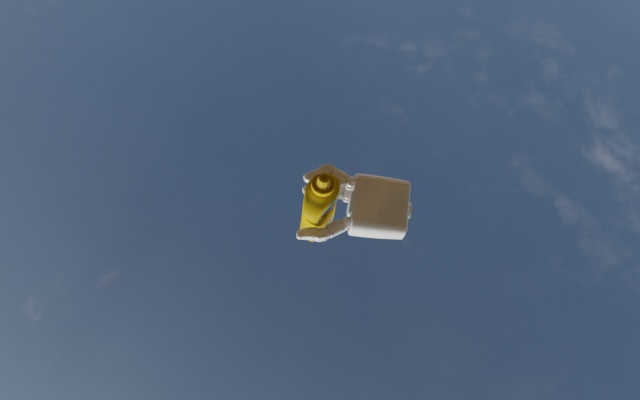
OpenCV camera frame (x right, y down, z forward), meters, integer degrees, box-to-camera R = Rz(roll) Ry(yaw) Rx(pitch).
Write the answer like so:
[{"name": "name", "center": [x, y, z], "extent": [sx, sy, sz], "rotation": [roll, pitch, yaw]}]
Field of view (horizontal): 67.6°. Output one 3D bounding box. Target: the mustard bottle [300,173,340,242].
[{"name": "mustard bottle", "center": [0.000, 0.003, 0.891], "extent": [0.058, 0.096, 0.192], "rotation": [29, -24, 9]}]
